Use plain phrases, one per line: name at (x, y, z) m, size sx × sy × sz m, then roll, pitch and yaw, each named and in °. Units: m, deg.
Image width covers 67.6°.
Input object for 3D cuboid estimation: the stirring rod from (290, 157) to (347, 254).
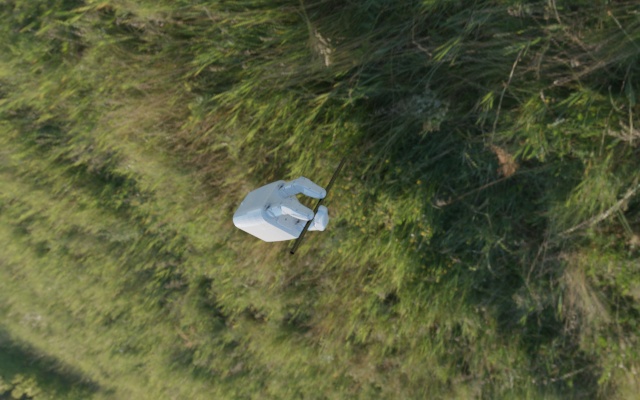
stirring rod at (0.000, 0.003, 0.883) m, size 0.011 × 0.239 × 0.011 m, roll 19°, pitch -35°, yaw 14°
